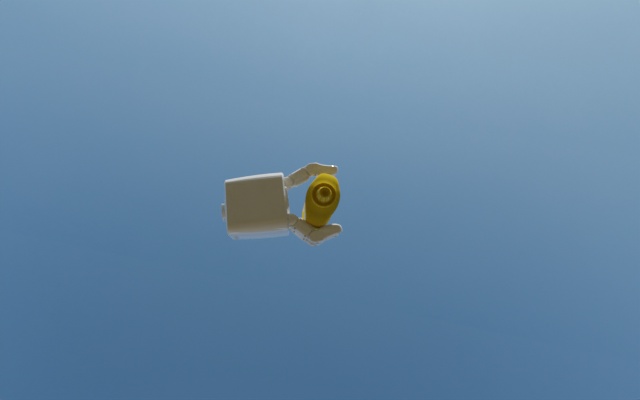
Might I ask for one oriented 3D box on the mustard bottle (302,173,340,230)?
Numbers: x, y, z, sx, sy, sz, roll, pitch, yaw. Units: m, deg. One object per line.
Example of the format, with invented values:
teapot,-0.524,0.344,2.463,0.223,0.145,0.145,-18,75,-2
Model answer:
mustard bottle,0.000,0.003,0.853,0.058,0.096,0.192,19,-11,0
